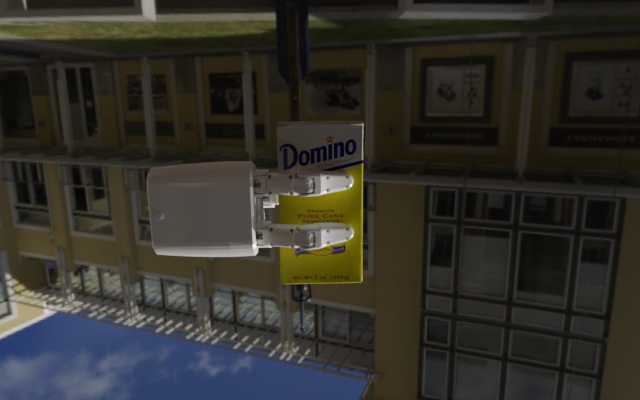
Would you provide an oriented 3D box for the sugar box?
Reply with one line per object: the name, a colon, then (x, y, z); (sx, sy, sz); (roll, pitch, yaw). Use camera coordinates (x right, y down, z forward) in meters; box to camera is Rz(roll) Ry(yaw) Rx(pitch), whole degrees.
sugar box: (0.000, 0.002, 0.525); (0.093, 0.176, 0.048); (-2, 13, -2)
